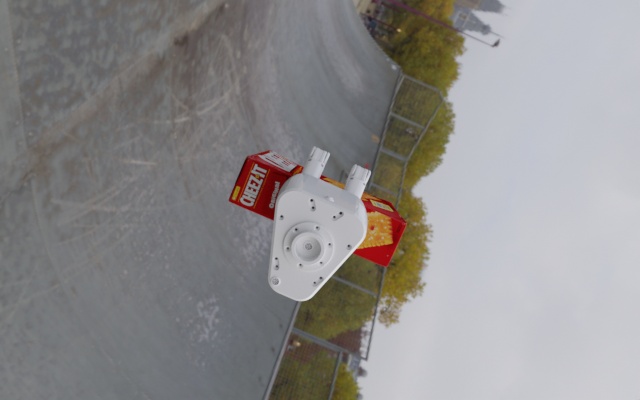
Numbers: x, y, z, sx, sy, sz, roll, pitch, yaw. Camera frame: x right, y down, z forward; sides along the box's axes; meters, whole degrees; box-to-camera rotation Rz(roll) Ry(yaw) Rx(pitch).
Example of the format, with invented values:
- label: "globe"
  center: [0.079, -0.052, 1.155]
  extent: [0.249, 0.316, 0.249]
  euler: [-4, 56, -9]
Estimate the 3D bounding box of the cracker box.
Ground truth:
- label: "cracker box"
  center: [0.000, 0.002, 0.659]
  extent: [0.214, 0.072, 0.164]
  euler: [24, 8, -1]
